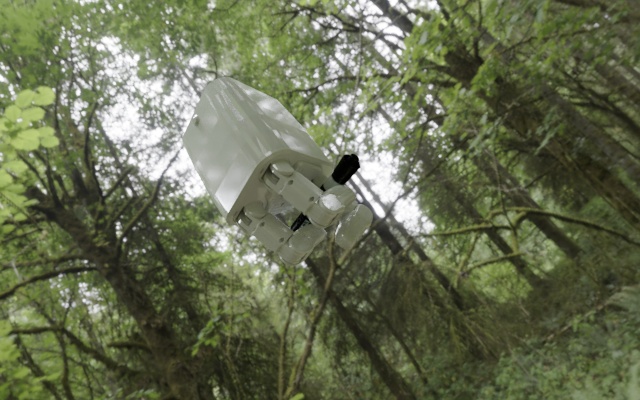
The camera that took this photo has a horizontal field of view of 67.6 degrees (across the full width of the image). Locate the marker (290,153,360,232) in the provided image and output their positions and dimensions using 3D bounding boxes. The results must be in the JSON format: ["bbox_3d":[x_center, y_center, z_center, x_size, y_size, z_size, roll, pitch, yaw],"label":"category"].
[{"bbox_3d":[0.000,0.002,0.457,0.020,0.020,0.121,0,-42,-43],"label":"marker"}]
